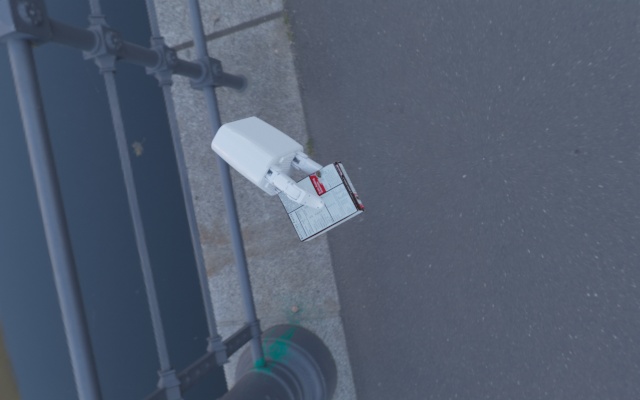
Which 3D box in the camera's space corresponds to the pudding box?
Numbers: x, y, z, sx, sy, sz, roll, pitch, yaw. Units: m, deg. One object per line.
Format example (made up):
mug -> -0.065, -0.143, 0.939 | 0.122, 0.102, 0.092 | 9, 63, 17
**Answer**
pudding box -> 0.000, 0.002, 0.756 | 0.113, 0.090, 0.039 | -29, -6, 20
